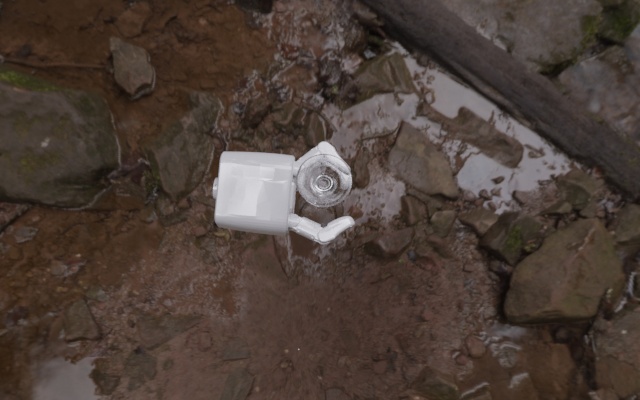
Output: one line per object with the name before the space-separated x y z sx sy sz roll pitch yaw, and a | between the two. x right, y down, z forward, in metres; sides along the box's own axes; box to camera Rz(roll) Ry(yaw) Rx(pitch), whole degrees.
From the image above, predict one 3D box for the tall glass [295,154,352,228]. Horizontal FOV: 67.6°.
tall glass | 0.000 0.002 0.721 0.079 0.079 0.201 0 -17 -2
